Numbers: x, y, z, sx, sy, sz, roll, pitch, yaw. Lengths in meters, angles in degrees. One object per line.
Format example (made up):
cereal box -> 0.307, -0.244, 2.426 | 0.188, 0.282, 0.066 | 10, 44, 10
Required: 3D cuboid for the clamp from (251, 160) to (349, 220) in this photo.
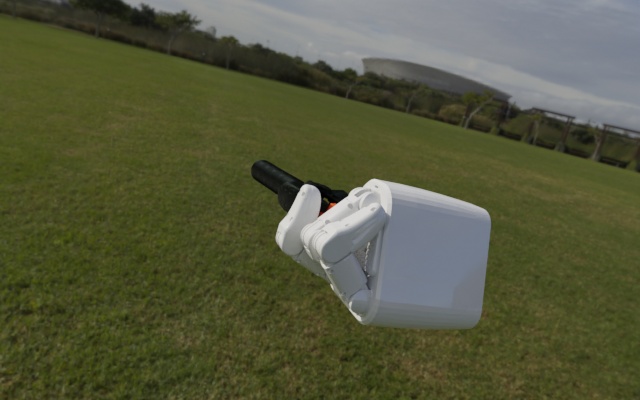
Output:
clamp -> 0.000, 0.001, 0.487 | 0.120, 0.039, 0.171 | 13, 14, -23
